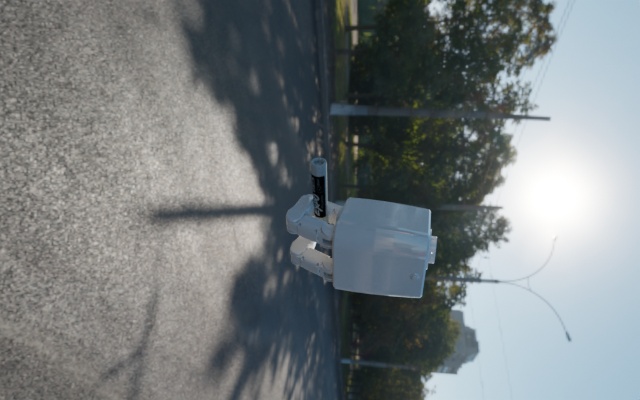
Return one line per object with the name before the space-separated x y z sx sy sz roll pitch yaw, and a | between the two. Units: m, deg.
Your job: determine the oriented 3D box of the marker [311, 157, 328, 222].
marker | 0.000 0.002 0.593 0.020 0.121 0.020 -1 39 1
